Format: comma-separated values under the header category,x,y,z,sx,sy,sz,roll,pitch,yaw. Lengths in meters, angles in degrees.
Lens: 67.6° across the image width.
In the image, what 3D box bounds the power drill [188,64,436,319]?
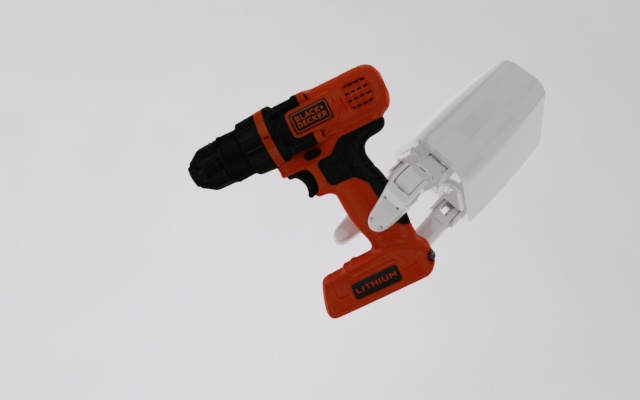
category,x,y,z,sx,sy,sz,roll,pitch,yaw
power drill,0.001,0.002,0.412,0.184,0.187,0.057,-26,5,8
